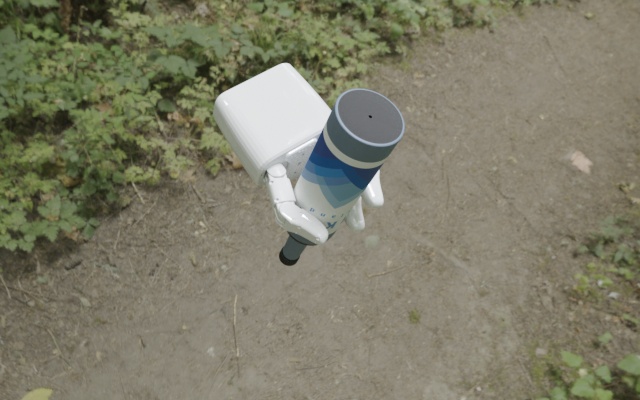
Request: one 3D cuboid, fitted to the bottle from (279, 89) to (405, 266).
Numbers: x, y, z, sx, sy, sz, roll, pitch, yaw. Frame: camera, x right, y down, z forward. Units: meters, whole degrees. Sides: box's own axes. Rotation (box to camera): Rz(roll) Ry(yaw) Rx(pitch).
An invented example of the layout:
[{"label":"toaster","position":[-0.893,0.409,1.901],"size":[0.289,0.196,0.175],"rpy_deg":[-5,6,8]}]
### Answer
[{"label":"bottle","position":[0.000,0.002,0.538],"size":[0.069,0.069,0.296],"rpy_deg":[0,-31,-21]}]
